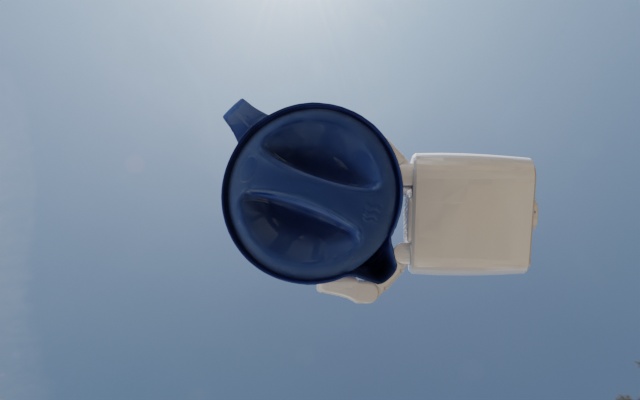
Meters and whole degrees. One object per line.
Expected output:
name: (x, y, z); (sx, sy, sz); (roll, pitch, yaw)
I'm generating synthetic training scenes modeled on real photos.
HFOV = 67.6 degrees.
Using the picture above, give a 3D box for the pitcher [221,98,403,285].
pitcher: (0.000, 0.002, 0.456); (0.145, 0.149, 0.243); (0, -8, 7)
